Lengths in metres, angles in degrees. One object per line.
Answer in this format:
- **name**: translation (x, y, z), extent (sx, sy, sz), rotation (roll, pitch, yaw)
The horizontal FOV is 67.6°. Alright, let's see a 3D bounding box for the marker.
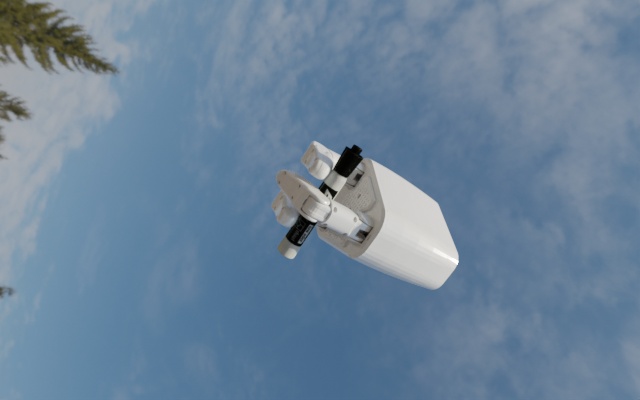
- **marker**: translation (0.000, 0.001, 0.432), extent (0.020, 0.121, 0.020), rotation (32, 16, -10)
